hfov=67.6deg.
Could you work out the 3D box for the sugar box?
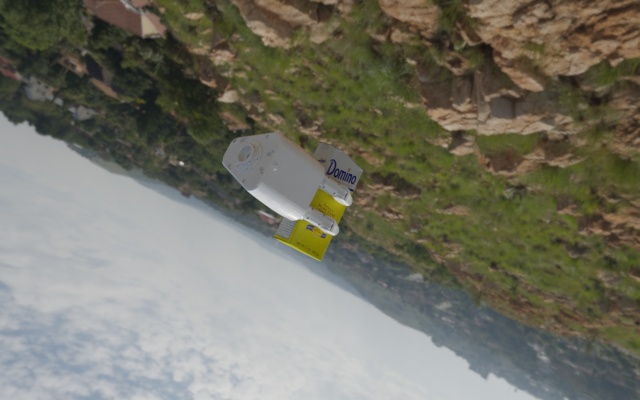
[{"bbox_3d":[0.000,0.003,0.793,0.048,0.176,0.093,20,-10,41],"label":"sugar box"}]
